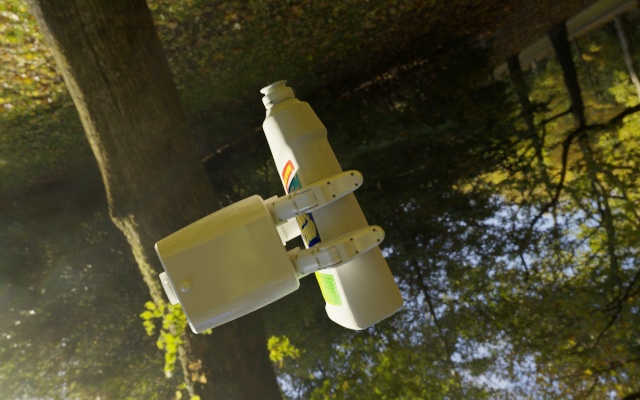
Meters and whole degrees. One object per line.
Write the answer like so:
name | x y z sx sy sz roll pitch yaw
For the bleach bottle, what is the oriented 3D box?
bleach bottle | 0.000 0.002 0.491 0.068 0.251 0.102 -24 4 -17
